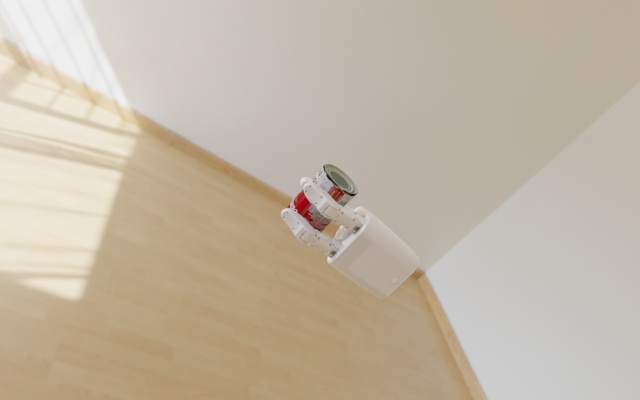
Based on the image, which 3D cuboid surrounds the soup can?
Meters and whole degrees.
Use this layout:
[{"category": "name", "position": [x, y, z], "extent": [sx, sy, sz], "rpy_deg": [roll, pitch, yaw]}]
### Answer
[{"category": "soup can", "position": [0.000, 0.002, 0.731], "extent": [0.102, 0.068, 0.068], "rpy_deg": [-48, -23, 22]}]
